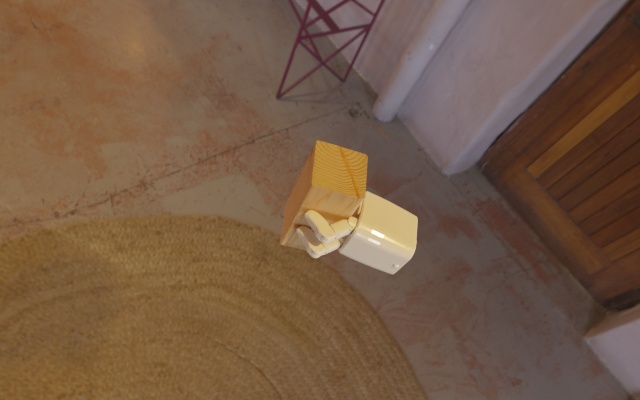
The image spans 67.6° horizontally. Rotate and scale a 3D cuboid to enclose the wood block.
[{"bbox_3d":[0.001,0.002,0.826,0.090,0.090,0.206,15,-35,-12],"label":"wood block"}]
